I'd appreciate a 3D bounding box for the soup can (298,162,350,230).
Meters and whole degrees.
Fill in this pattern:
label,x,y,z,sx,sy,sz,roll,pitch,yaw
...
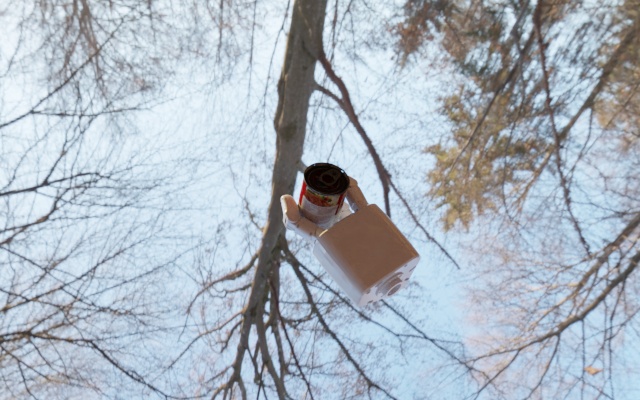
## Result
label,x,y,z,sx,sy,sz,roll,pitch,yaw
soup can,0.000,0.002,0.718,0.068,0.068,0.102,0,-43,-14
